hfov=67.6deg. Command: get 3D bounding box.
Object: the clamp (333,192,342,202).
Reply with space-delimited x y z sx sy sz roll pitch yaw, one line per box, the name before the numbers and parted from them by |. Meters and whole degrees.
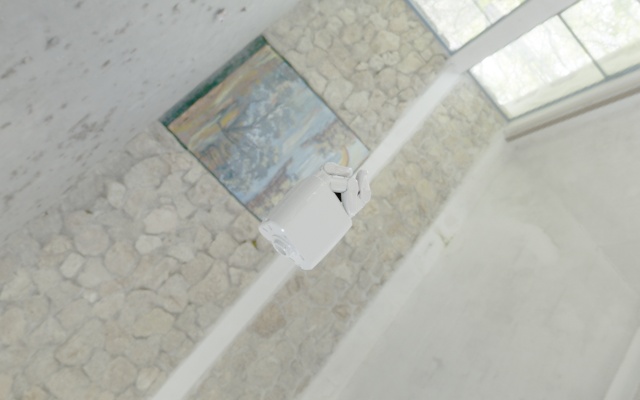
clamp | 0.001 0.003 0.865 0.120 0.039 0.171 -47 10 -24
